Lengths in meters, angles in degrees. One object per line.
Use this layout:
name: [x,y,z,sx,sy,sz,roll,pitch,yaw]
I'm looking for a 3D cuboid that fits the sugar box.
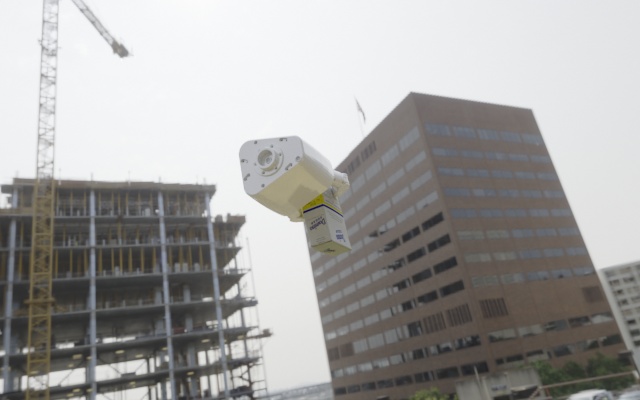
sugar box: [0.000,0.003,0.824,0.048,0.176,0.093,-19,-23,19]
